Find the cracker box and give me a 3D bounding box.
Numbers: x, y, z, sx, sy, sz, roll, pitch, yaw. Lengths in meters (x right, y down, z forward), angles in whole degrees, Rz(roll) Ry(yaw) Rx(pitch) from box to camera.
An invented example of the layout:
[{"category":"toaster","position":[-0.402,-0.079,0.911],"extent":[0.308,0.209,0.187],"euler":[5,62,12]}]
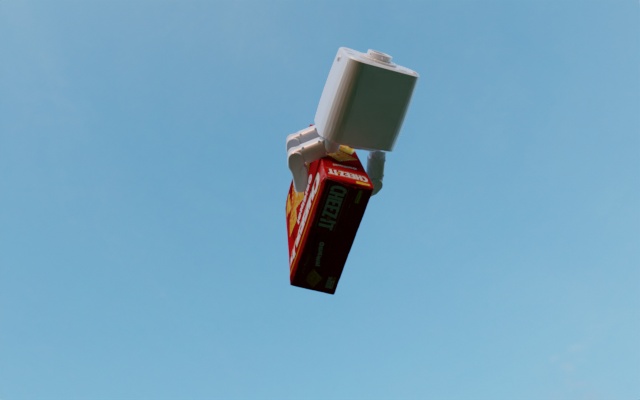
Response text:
[{"category":"cracker box","position":[0.000,0.002,0.688],"extent":[0.072,0.164,0.213],"euler":[13,24,-12]}]
